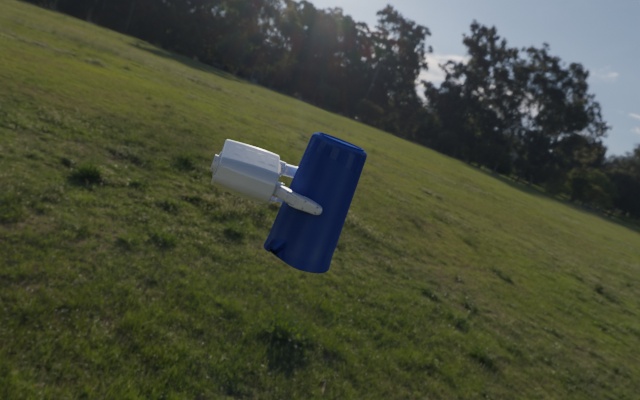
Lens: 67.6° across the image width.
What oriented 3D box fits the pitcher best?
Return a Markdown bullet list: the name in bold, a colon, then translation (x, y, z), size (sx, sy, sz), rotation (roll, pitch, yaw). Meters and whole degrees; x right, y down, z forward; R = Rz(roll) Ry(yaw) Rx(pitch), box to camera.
- **pitcher**: translation (0.000, 0.003, 0.899), size (0.145, 0.243, 0.149), rotation (19, 11, -12)
